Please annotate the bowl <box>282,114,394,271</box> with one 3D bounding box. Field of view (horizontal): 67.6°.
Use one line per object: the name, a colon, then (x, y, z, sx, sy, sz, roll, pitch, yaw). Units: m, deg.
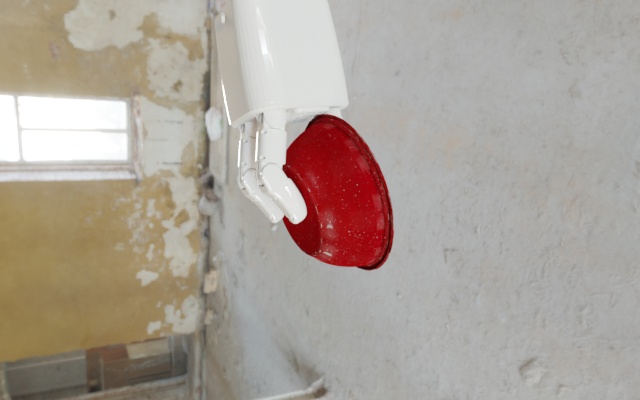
bowl: (0.000, 0.003, 0.462, 0.055, 0.162, 0.162, -21, 9, -25)
